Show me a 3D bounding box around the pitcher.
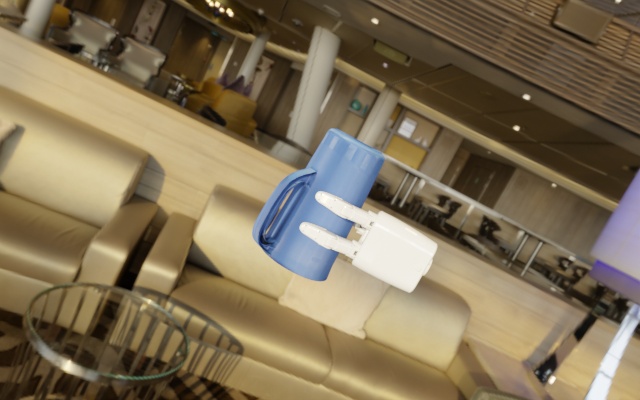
[{"bbox_3d":[0.000,0.003,0.809,0.145,0.243,0.149,29,8,4],"label":"pitcher"}]
